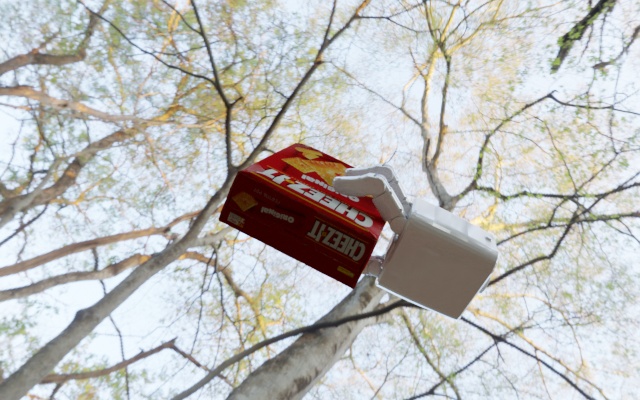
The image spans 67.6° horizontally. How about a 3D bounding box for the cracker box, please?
[{"bbox_3d":[0.000,0.002,0.588,0.164,0.072,0.213,26,19,6],"label":"cracker box"}]
